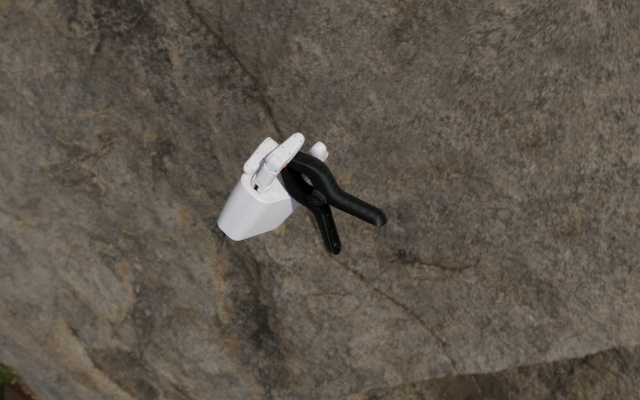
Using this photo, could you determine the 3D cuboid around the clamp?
[{"bbox_3d":[0.000,0.002,0.672,0.120,0.171,0.039,-50,-6,39],"label":"clamp"}]
